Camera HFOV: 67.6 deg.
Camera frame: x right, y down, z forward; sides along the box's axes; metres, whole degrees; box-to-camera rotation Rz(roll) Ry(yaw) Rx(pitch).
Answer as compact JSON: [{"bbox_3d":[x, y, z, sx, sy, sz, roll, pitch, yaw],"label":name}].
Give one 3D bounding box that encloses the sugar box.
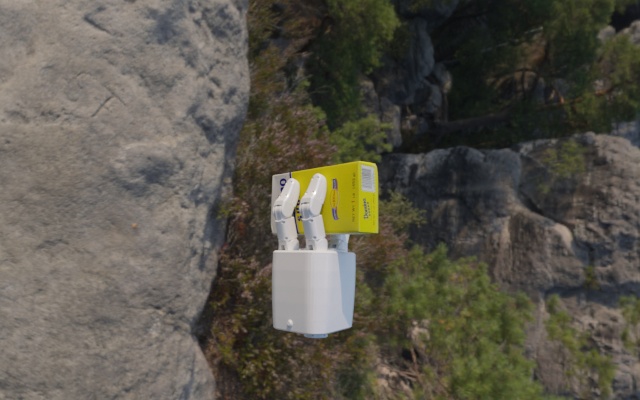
[{"bbox_3d":[0.000,0.002,0.668,0.176,0.093,0.048,-6,-10,43],"label":"sugar box"}]
